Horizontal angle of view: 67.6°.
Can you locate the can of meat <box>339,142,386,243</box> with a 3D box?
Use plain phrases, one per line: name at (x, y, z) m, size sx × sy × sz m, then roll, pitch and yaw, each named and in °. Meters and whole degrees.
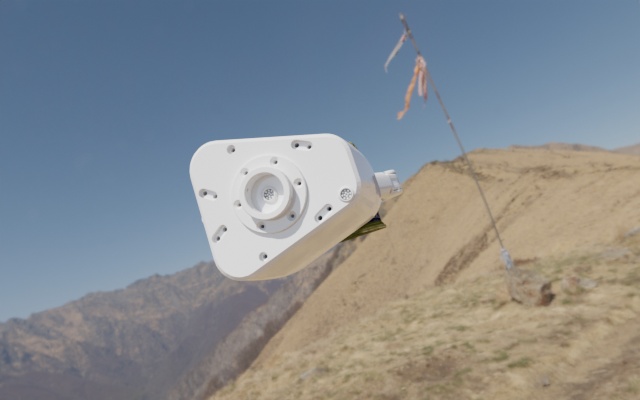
can of meat at (0.000, 0.001, 0.452) m, size 0.102 × 0.084 × 0.057 m, roll -19°, pitch -7°, yaw 13°
